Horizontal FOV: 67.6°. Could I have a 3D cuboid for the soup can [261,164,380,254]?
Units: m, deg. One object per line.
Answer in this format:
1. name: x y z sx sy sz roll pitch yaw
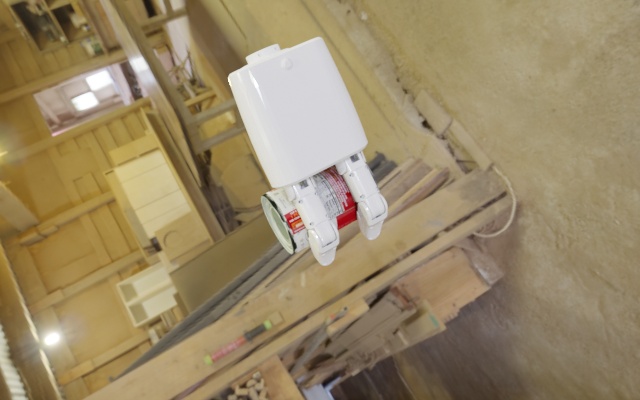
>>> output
1. soup can: 0.000 0.002 0.482 0.102 0.068 0.068 -28 8 -16
